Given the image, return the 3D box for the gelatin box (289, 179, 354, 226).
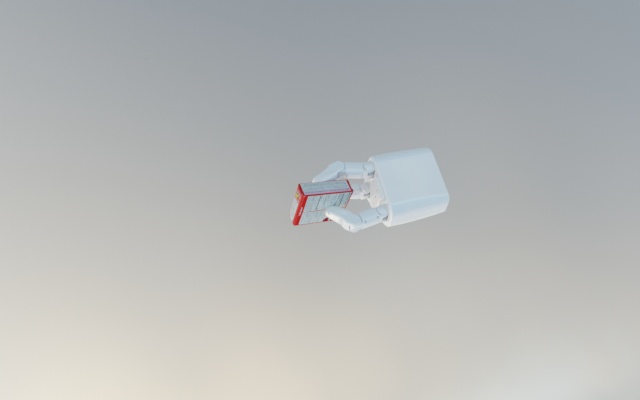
[{"bbox_3d":[0.000,0.003,0.766,0.089,0.030,0.073,-7,-38,-25],"label":"gelatin box"}]
